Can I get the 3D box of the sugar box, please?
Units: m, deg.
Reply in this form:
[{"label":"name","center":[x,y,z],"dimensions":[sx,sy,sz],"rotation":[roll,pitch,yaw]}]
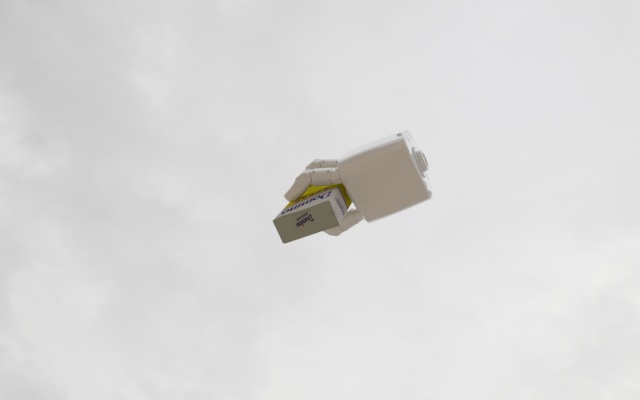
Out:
[{"label":"sugar box","center":[0.000,0.002,0.736],"dimensions":[0.093,0.048,0.176],"rotation":[-20,11,20]}]
